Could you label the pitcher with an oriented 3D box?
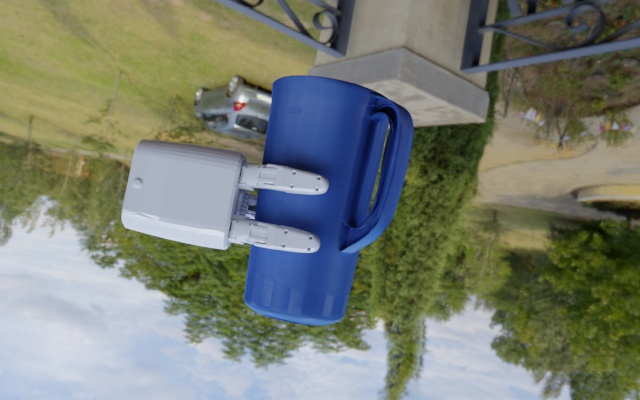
[{"bbox_3d":[0.000,0.002,0.501,0.145,0.243,0.149,10,-3,-2],"label":"pitcher"}]
